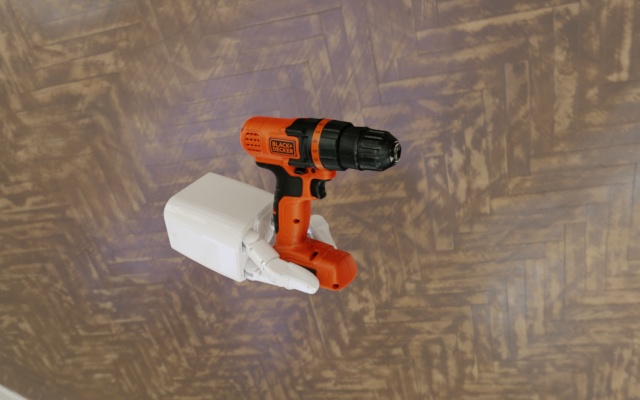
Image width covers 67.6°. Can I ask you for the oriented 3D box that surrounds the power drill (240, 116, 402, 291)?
[{"bbox_3d":[0.000,0.002,0.524,0.184,0.188,0.057,12,26,31],"label":"power drill"}]
